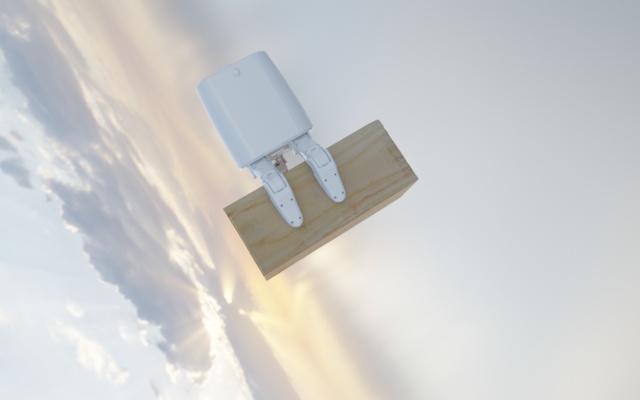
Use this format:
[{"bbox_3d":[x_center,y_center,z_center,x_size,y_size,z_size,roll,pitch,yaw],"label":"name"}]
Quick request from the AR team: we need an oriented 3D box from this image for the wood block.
[{"bbox_3d":[0.000,0.002,0.573,0.206,0.090,0.091,-31,-8,-10],"label":"wood block"}]
